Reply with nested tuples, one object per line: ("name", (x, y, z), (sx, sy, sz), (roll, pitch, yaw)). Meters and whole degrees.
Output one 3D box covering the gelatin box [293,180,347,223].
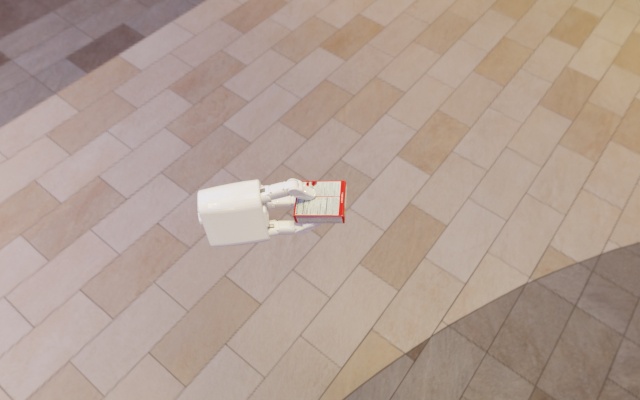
("gelatin box", (0.000, 0.002, 0.838), (0.089, 0.073, 0.030), (-1, -31, 10))
